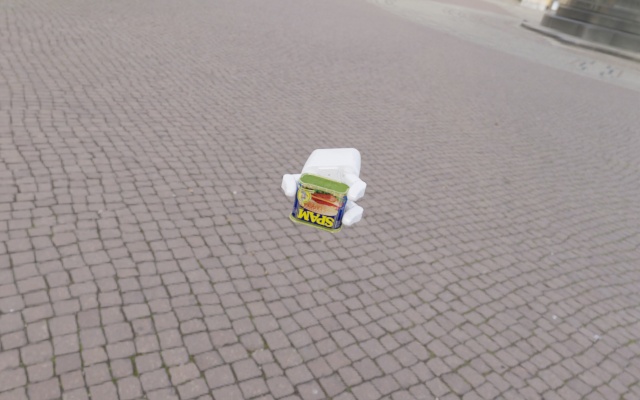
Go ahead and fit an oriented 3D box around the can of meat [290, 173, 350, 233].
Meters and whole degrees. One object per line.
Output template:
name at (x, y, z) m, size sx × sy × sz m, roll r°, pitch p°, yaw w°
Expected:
can of meat at (0.000, 0.003, 0.900) m, size 0.102 × 0.084 × 0.057 m, roll 16°, pitch 27°, yaw 6°
